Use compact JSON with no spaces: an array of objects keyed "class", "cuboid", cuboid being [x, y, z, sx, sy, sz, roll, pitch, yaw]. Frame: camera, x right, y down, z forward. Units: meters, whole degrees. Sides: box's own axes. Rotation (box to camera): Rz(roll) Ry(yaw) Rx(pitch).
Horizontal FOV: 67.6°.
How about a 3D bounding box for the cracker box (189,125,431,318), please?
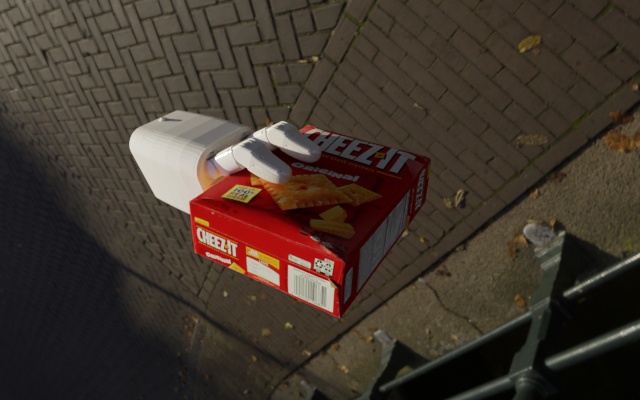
[{"class":"cracker box","cuboid":[0.000,0.002,0.494,0.164,0.072,0.213,19,37,23]}]
